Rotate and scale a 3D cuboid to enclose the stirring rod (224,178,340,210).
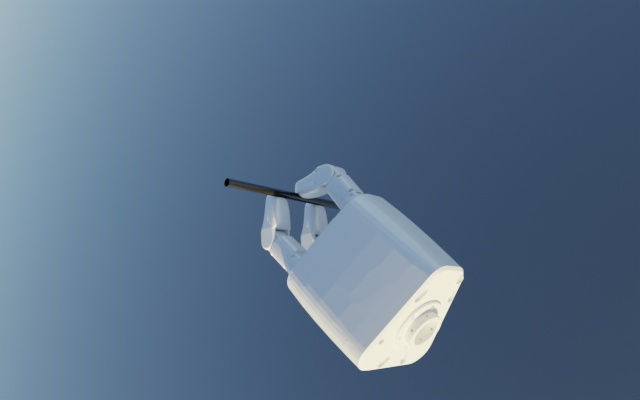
[{"bbox_3d":[0.000,0.002,0.513,0.011,0.011,0.239,0,-9,45],"label":"stirring rod"}]
